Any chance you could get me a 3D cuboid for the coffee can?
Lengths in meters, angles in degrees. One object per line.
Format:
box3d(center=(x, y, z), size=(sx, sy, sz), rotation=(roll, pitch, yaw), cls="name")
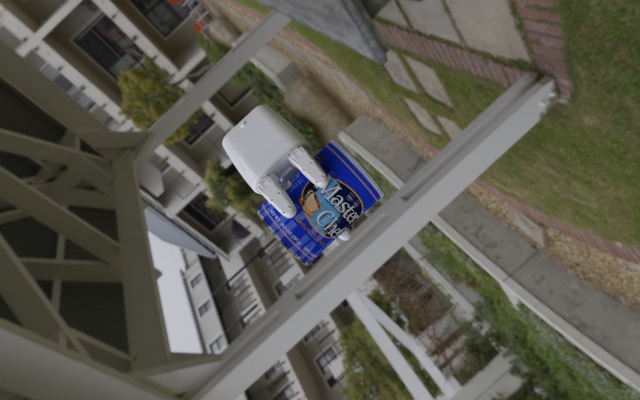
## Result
box3d(center=(0.000, 0.002, 0.640), size=(0.140, 0.103, 0.103), rotation=(-43, -1, 1), cls="coffee can")
